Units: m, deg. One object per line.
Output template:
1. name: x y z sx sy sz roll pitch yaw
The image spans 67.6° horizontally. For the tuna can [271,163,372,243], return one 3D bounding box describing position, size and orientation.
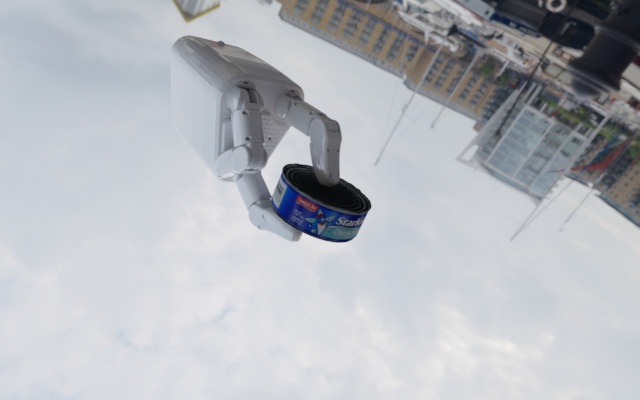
1. tuna can: 0.000 0.002 0.427 0.086 0.034 0.086 21 20 -8
